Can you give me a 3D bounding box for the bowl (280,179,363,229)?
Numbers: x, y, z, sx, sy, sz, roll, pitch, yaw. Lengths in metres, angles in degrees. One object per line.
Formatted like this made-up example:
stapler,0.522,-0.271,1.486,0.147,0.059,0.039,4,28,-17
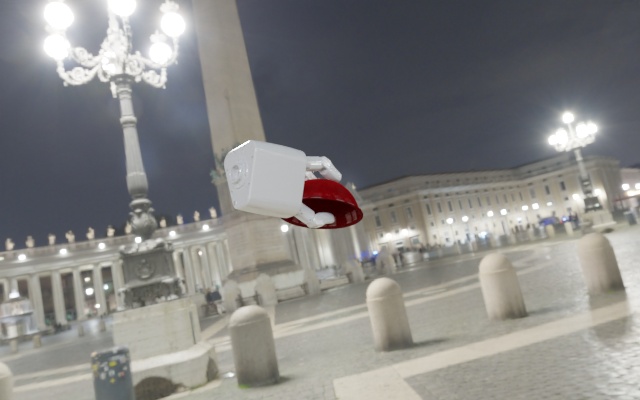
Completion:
bowl,0.001,0.003,0.897,0.162,0.055,0.162,3,-23,1
